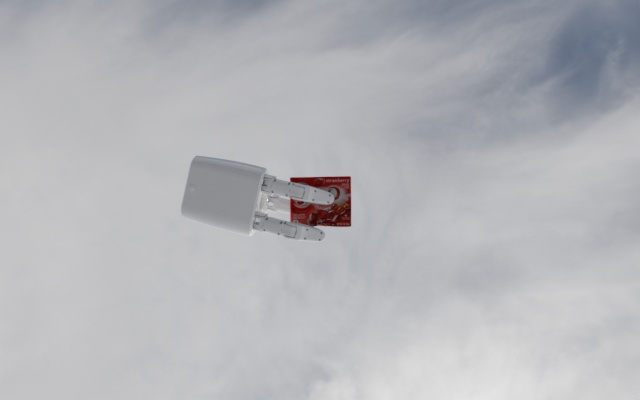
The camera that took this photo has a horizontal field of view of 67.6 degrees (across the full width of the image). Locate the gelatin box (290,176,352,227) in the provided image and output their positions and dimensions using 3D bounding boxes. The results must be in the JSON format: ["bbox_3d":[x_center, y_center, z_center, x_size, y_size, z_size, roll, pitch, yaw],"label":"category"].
[{"bbox_3d":[0.000,0.002,0.692,0.089,0.073,0.030,0,-3,1],"label":"gelatin box"}]
